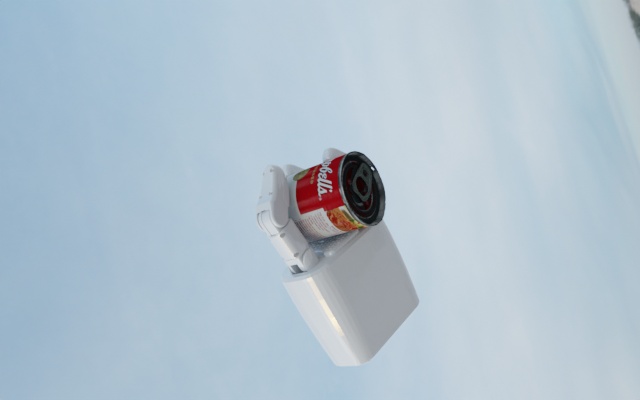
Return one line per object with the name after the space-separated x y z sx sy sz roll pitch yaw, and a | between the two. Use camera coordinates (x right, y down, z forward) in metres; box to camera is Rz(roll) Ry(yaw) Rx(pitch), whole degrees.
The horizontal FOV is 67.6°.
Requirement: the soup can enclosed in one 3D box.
0.000 0.001 0.444 0.102 0.068 0.068 -18 -11 37 | soup can
